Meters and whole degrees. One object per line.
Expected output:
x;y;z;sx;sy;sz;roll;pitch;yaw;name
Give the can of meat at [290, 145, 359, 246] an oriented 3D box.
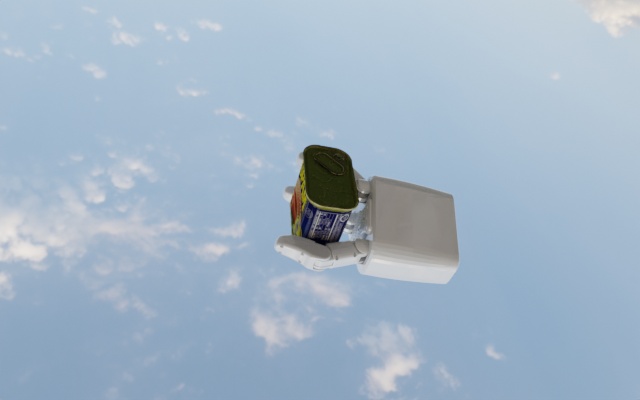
0.000;0.002;0.539;0.057;0.084;0.102;8;43;-13;can of meat
